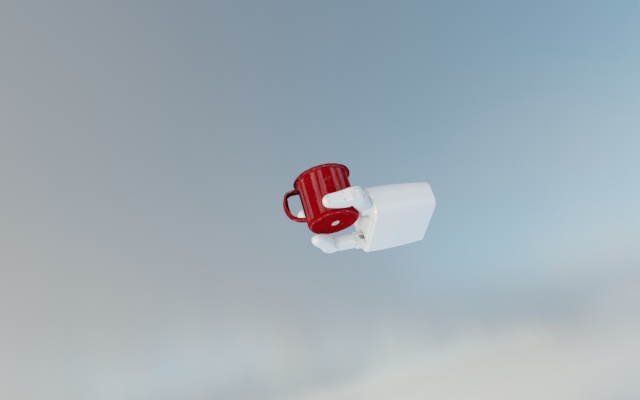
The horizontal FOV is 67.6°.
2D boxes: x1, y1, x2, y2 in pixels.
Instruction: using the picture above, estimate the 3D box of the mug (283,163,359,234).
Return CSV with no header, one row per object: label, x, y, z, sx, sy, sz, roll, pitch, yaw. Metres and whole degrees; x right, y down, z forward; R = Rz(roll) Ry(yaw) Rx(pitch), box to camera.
mug,-0.001,0.003,0.742,0.117,0.081,0.093,-9,-27,-14
